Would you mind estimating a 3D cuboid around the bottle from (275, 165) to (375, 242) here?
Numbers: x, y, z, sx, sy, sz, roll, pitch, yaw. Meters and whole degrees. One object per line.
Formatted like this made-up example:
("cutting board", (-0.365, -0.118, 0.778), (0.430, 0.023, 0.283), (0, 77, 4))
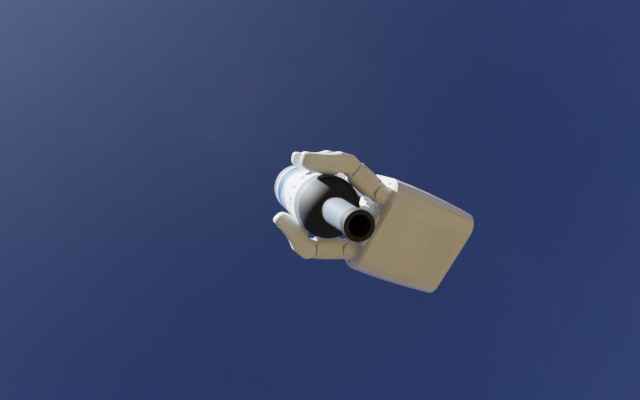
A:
("bottle", (0.000, 0.002, 0.533), (0.069, 0.069, 0.295), (0, 7, -13))
